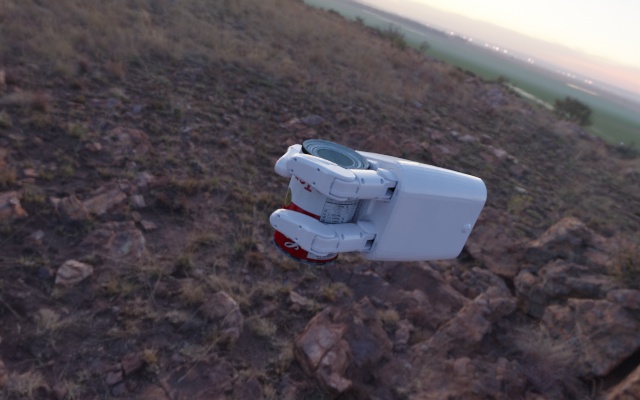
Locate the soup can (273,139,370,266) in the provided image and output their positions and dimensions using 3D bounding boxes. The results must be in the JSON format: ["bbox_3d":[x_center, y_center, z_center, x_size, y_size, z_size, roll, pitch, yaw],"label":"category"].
[{"bbox_3d":[0.000,0.001,0.455,0.068,0.102,0.068,16,24,-7],"label":"soup can"}]
